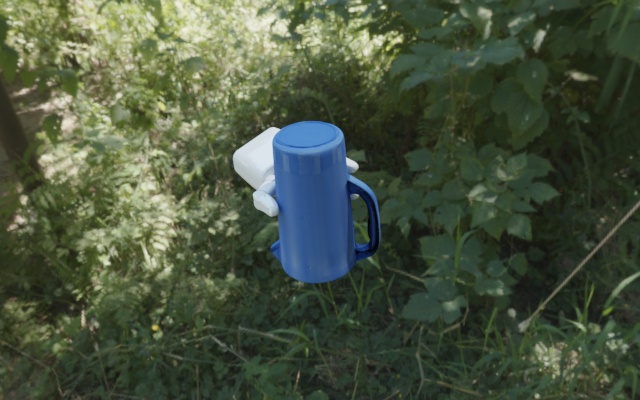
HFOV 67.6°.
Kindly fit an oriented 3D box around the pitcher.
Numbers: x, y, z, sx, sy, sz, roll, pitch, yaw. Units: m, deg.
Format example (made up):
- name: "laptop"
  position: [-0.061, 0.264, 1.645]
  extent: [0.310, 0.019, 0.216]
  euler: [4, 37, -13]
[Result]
- name: "pitcher"
  position: [0.000, 0.002, 0.767]
  extent: [0.149, 0.243, 0.145]
  euler: [-25, 38, -28]
